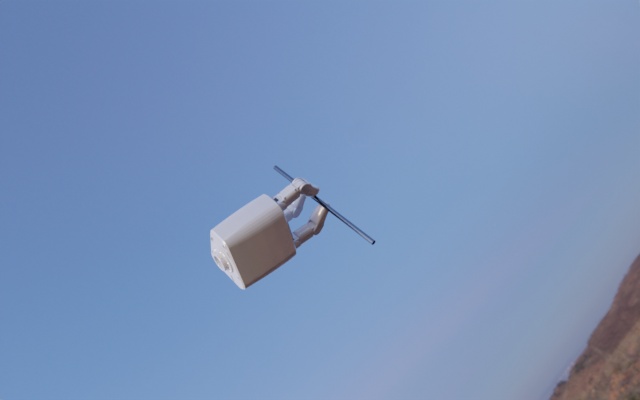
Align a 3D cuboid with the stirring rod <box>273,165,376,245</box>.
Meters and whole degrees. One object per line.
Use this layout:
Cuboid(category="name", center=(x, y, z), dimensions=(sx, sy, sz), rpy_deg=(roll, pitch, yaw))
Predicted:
Cuboid(category="stirring rod", center=(0.000, 0.003, 0.795), dimensions=(0.239, 0.011, 0.011), rpy_deg=(37, 22, 31))
